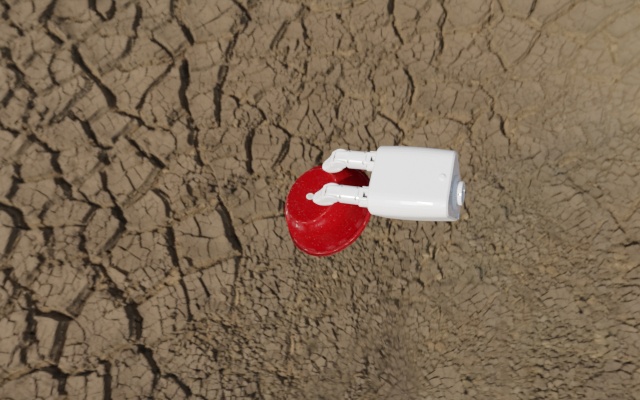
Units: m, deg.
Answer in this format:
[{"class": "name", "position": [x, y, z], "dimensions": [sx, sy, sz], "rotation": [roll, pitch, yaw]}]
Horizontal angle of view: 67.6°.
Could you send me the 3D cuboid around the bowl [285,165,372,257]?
[{"class": "bowl", "position": [-0.001, 0.003, 0.744], "dimensions": [0.162, 0.162, 0.055], "rotation": [0, -24, 36]}]
